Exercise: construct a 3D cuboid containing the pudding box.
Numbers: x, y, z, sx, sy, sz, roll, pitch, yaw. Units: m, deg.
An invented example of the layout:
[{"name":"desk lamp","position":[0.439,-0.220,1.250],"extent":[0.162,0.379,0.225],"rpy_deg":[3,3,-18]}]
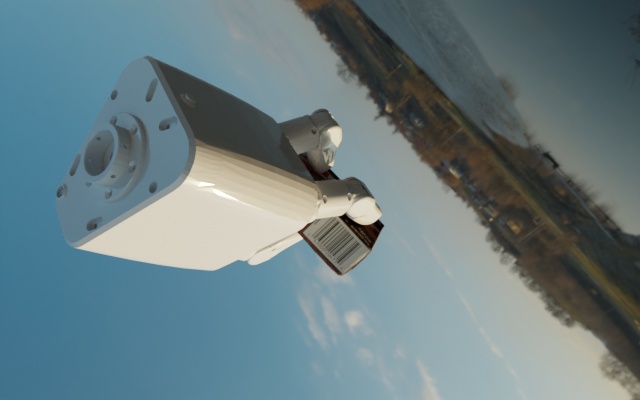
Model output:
[{"name":"pudding box","position":[0.000,0.001,0.406],"extent":[0.039,0.113,0.090],"rpy_deg":[-42,-2,18]}]
